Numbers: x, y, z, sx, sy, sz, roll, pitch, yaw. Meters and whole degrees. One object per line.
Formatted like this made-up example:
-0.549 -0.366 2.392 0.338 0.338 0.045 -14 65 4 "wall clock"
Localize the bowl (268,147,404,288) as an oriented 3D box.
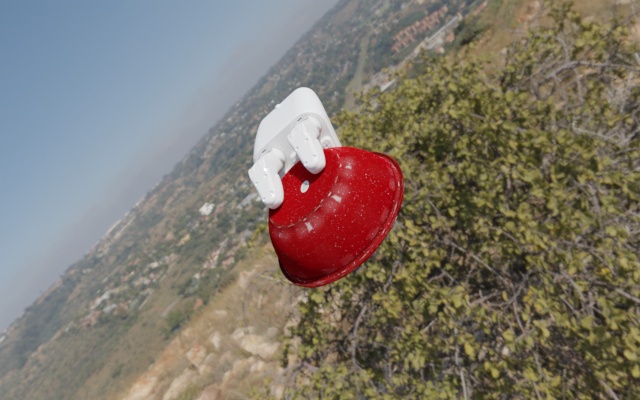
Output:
0.000 0.002 0.469 0.162 0.162 0.055 0 -34 50 "bowl"
